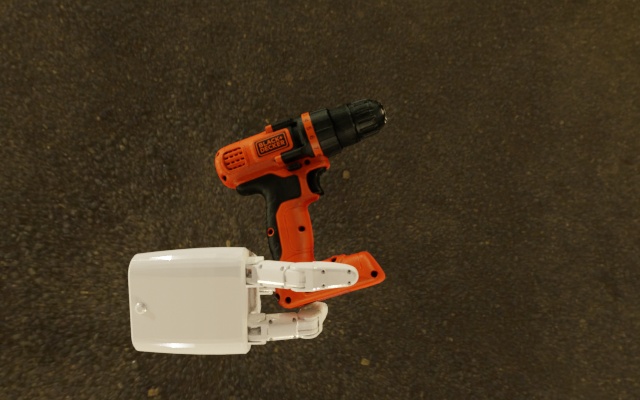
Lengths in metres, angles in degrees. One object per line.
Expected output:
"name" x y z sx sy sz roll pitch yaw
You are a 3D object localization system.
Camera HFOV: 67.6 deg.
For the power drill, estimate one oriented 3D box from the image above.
"power drill" 0.000 0.002 0.481 0.184 0.187 0.057 -20 -15 7
